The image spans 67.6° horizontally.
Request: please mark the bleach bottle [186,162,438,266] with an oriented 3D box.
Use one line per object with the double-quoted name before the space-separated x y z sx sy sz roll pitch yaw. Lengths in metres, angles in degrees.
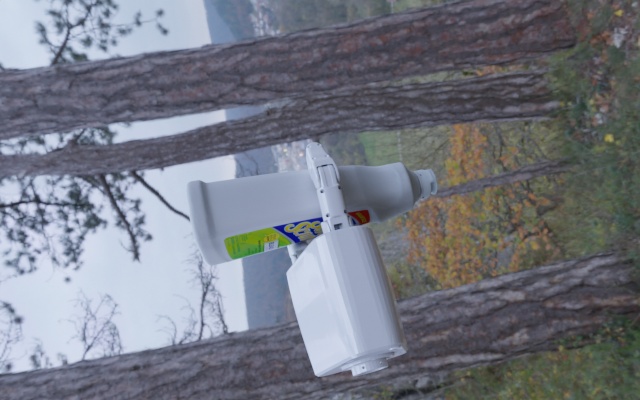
"bleach bottle" 0.000 0.002 0.487 0.251 0.068 0.103 -12 -24 -9
